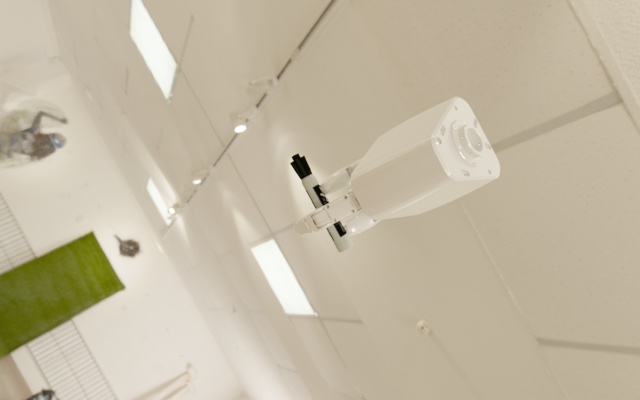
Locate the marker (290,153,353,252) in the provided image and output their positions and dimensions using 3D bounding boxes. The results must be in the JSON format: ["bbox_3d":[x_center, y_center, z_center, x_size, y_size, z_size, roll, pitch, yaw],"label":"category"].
[{"bbox_3d":[0.000,0.002,0.538,0.020,0.121,0.020,-29,1,1],"label":"marker"}]
